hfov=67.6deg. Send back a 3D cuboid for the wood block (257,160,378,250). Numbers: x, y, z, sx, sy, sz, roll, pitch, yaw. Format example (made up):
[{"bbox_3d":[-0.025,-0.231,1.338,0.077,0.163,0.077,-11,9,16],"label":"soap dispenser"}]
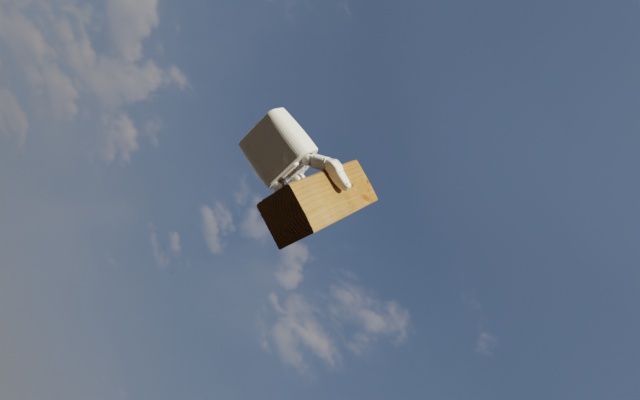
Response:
[{"bbox_3d":[0.000,0.002,0.853,0.091,0.090,0.206,-30,-4,40],"label":"wood block"}]
